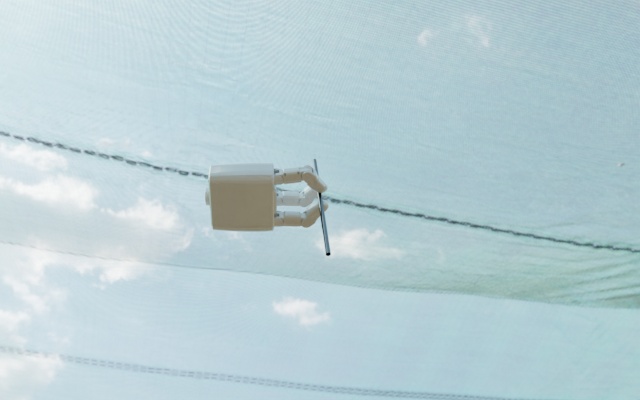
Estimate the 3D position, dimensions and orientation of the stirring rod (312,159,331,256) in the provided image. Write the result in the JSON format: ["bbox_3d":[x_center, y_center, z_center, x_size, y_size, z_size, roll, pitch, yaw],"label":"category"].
[{"bbox_3d":[0.000,0.003,0.803,0.011,0.011,0.239,0,40,-7],"label":"stirring rod"}]
